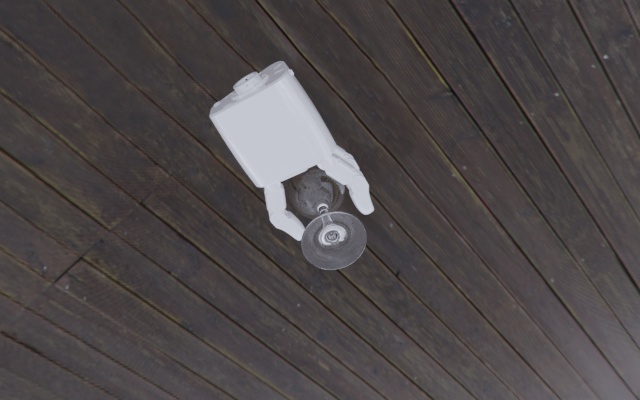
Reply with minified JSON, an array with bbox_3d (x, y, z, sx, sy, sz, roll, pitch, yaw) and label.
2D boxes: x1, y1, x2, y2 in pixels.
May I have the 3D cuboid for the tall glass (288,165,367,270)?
[{"bbox_3d":[0.000,0.002,0.616,0.079,0.079,0.201,0,26,-10],"label":"tall glass"}]
